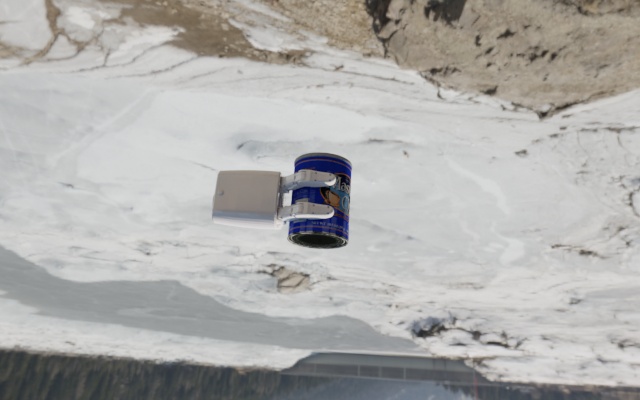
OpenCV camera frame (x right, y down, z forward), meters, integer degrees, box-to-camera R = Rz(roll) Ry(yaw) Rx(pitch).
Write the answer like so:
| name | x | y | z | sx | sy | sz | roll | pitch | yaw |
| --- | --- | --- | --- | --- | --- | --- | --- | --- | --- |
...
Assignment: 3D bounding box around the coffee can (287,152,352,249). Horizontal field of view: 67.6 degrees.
| name | x | y | z | sx | sy | sz | roll | pitch | yaw |
| --- | --- | --- | --- | --- | --- | --- | --- | --- | --- |
| coffee can | 0.000 | 0.003 | 0.814 | 0.103 | 0.140 | 0.103 | 4 | -19 | 1 |
